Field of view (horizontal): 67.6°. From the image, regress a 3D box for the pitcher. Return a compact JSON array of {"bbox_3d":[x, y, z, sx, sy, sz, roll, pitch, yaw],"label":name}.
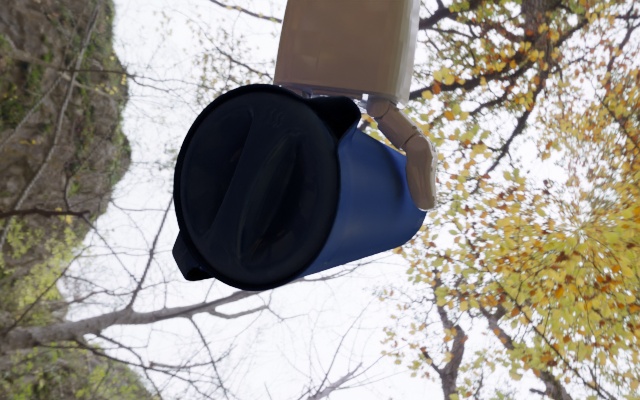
[{"bbox_3d":[0.000,0.001,0.408,0.149,0.145,0.243,7,1,29],"label":"pitcher"}]
